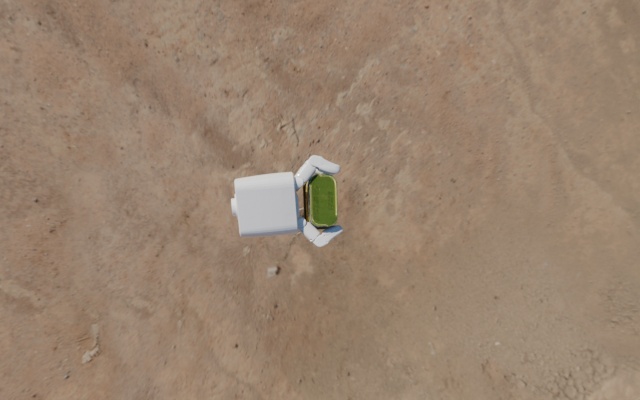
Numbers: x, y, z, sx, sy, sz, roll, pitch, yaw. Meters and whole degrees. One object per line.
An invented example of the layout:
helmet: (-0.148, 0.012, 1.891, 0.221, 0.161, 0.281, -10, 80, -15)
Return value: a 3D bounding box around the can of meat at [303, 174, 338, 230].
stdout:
can of meat: (0.000, 0.003, 0.899, 0.057, 0.102, 0.084, -2, -5, -8)
